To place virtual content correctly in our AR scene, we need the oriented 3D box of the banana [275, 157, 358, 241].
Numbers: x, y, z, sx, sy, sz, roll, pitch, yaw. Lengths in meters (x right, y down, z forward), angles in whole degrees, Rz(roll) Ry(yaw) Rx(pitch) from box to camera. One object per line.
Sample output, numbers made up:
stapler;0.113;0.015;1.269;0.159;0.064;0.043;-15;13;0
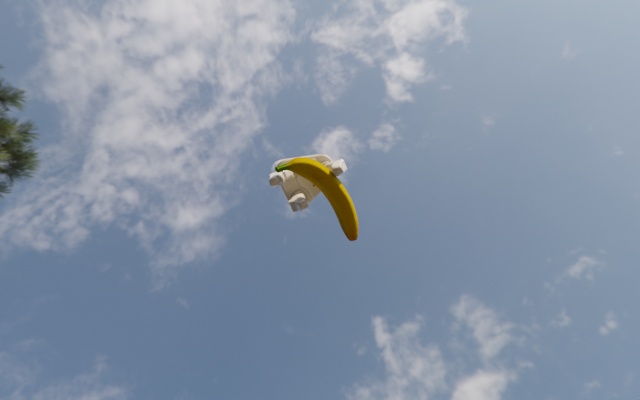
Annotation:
banana;0.010;-0.013;0.844;0.198;0.069;0.037;43;-9;-15
